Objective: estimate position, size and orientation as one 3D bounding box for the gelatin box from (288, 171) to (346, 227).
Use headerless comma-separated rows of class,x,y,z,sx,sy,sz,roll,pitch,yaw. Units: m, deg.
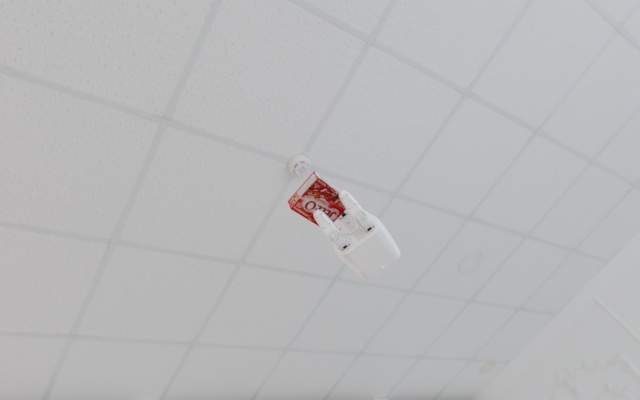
gelatin box,0.000,0.002,0.825,0.089,0.073,0.030,34,15,-32
